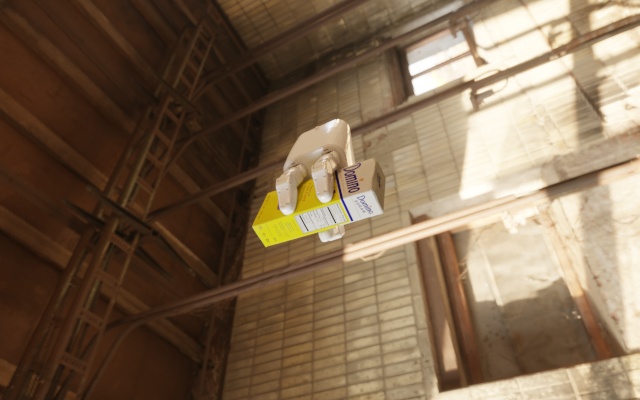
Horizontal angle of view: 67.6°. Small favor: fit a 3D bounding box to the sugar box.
[{"bbox_3d":[0.000,0.002,0.660,0.176,0.048,0.093,-20,27,20],"label":"sugar box"}]
